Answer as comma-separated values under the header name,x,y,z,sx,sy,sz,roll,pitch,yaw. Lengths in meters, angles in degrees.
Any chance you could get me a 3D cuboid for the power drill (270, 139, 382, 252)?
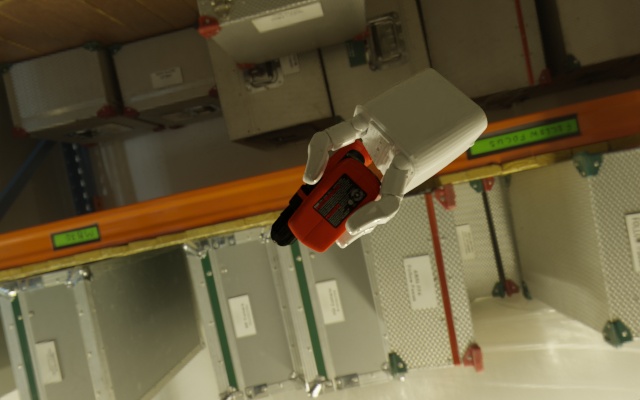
name,x,y,z,sx,sy,sz,roll,pitch,yaw
power drill,0.000,0.002,0.591,0.057,0.184,0.187,40,6,-9
